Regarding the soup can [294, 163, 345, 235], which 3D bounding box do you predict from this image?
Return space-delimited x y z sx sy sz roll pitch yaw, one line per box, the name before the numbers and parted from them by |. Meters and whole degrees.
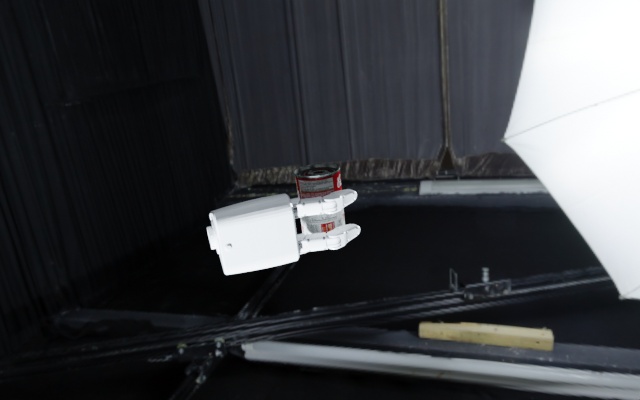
soup can | 0.001 0.002 0.715 0.068 0.102 0.068 -6 19 2
